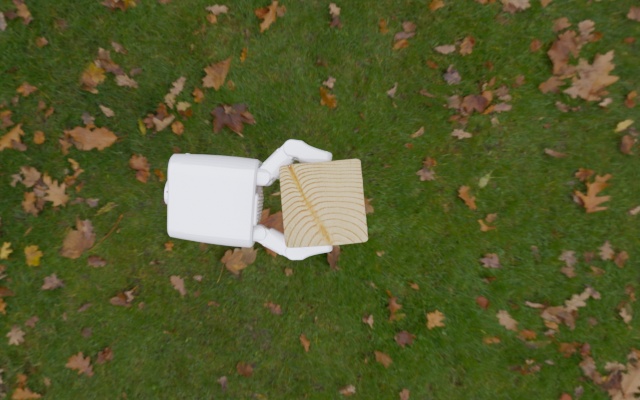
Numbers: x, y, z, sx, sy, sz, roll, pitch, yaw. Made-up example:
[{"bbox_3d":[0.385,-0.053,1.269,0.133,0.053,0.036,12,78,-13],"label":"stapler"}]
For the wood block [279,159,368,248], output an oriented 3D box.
[{"bbox_3d":[0.000,0.002,0.606,0.090,0.091,0.206,-5,1,-2],"label":"wood block"}]
